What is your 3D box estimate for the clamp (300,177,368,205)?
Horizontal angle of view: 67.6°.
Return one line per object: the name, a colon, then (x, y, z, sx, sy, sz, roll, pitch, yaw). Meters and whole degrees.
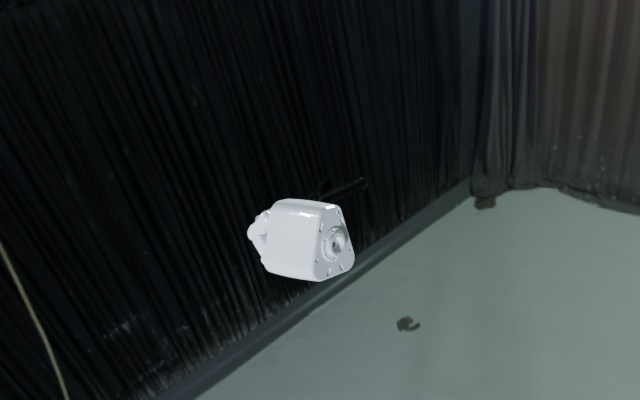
clamp: (0.000, 0.002, 0.821, 0.120, 0.039, 0.171, -11, 23, 50)
